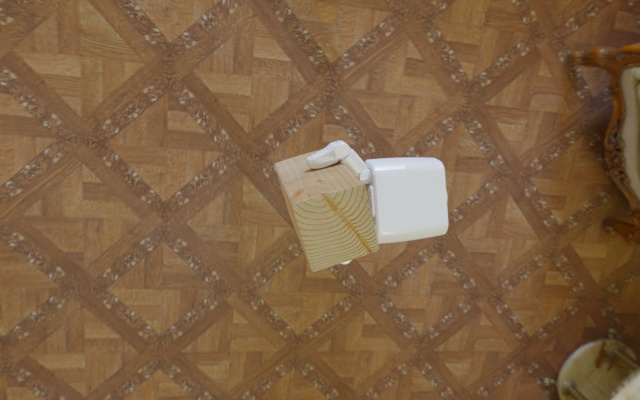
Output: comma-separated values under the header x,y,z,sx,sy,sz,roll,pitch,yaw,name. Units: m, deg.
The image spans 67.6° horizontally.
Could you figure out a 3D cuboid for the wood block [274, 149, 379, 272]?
x,y,z,sx,sy,sz,roll,pitch,yaw,name
0.000,0.002,0.654,0.090,0.091,0.206,-17,20,-6,wood block
